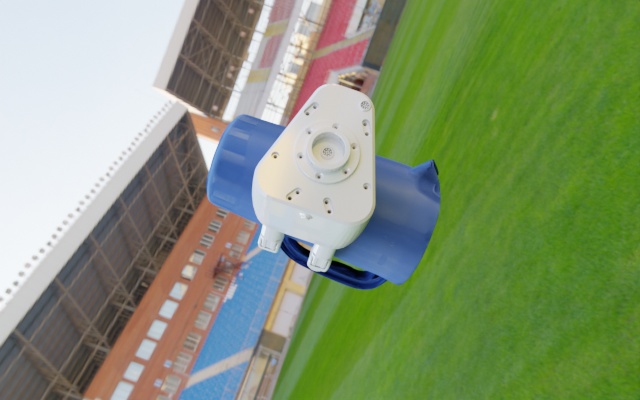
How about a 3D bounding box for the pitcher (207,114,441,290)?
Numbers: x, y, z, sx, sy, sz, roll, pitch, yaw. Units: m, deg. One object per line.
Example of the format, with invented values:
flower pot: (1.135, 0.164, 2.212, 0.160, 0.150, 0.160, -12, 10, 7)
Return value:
pitcher: (0.000, 0.002, 0.544, 0.243, 0.149, 0.145, 20, -12, -1)
